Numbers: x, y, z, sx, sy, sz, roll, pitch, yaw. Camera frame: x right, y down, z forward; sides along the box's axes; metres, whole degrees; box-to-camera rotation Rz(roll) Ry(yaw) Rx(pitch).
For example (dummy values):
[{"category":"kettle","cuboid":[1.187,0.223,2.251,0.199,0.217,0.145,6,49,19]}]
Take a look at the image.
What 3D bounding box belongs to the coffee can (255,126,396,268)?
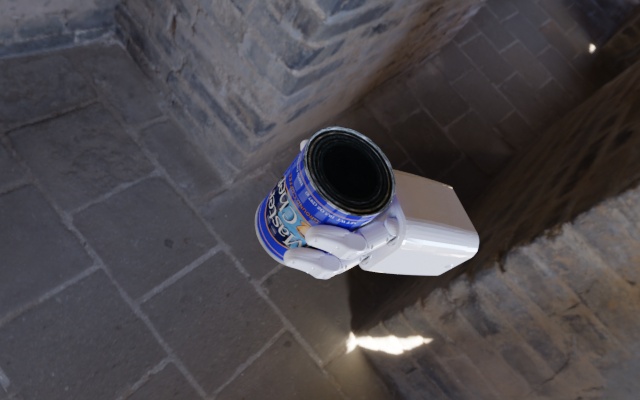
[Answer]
[{"category":"coffee can","cuboid":[0.000,0.002,0.519,0.103,0.102,0.140,0,-27,-30]}]
